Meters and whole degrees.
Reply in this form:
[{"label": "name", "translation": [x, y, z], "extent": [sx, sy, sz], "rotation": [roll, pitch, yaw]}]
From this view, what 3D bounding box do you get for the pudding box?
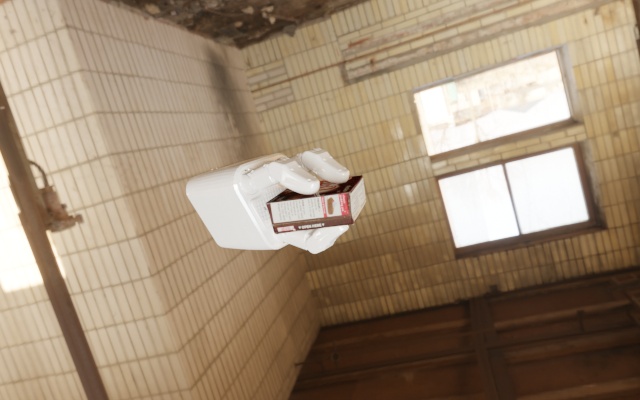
[{"label": "pudding box", "translation": [0.000, 0.002, 0.532], "extent": [0.090, 0.039, 0.113], "rotation": [-8, 12, 13]}]
